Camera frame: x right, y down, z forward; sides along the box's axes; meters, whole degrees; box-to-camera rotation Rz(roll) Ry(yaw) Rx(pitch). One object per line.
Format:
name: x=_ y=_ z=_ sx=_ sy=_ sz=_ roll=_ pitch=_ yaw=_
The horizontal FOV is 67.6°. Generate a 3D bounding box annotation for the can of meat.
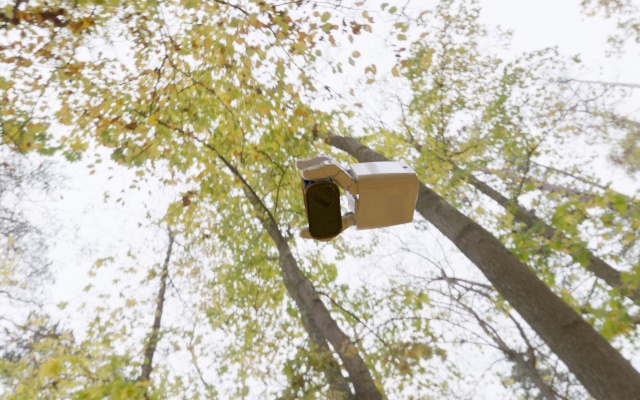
can of meat: x=0.000 y=0.003 z=0.822 sx=0.057 sy=0.102 sz=0.084 roll=-8 pitch=23 yaw=-6
